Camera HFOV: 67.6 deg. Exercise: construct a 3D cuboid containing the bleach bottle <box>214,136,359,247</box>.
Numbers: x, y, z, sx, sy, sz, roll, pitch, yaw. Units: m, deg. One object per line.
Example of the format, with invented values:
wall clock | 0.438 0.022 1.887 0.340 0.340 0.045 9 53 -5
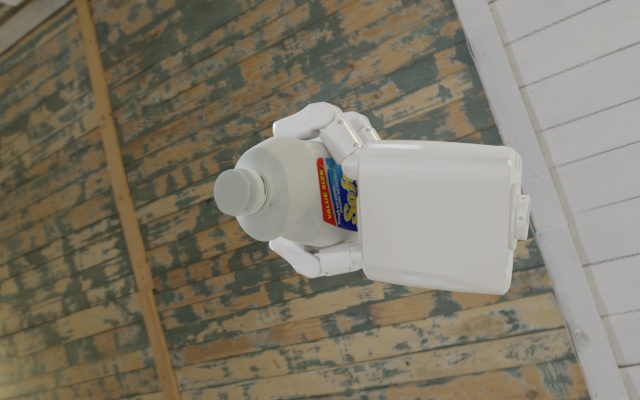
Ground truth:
bleach bottle | 0.000 0.001 0.414 0.068 0.102 0.251 4 3 27
